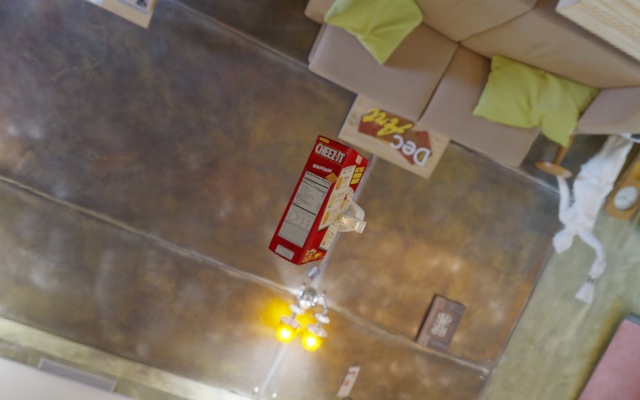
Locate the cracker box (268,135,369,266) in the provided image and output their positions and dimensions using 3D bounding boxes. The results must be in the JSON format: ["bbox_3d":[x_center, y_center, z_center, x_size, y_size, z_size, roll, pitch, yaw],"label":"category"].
[{"bbox_3d":[0.000,0.003,0.857,0.072,0.214,0.164,25,4,15],"label":"cracker box"}]
